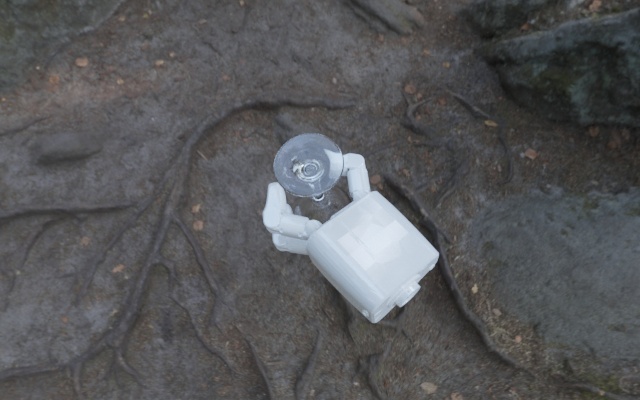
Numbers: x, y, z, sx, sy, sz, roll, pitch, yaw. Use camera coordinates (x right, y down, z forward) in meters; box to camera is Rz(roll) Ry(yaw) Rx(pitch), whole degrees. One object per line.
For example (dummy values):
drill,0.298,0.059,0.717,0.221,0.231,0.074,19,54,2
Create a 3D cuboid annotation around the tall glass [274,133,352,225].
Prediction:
tall glass,0.000,0.002,0.585,0.079,0.079,0.201,0,-23,8
